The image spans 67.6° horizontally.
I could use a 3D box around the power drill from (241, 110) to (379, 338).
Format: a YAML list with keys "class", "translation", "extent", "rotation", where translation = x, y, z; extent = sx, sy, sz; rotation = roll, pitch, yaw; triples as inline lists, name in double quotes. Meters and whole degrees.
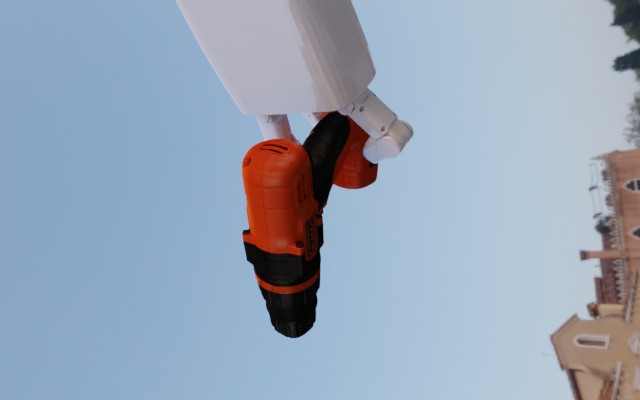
- class: "power drill"
  translation: [0.000, 0.001, 0.412]
  extent: [0.057, 0.185, 0.187]
  rotation: [12, 40, 17]
